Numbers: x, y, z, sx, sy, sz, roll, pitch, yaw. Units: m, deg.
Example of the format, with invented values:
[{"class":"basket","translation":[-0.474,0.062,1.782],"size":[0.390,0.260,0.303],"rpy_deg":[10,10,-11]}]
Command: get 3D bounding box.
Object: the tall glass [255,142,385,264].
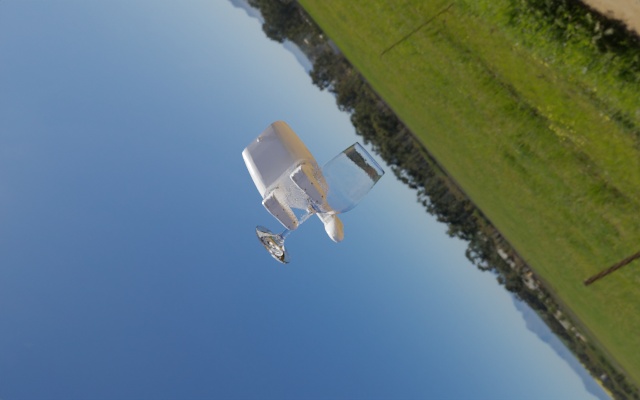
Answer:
[{"class":"tall glass","translation":[0.000,0.003,0.710],"size":[0.201,0.079,0.079],"rpy_deg":[-41,-9,11]}]
